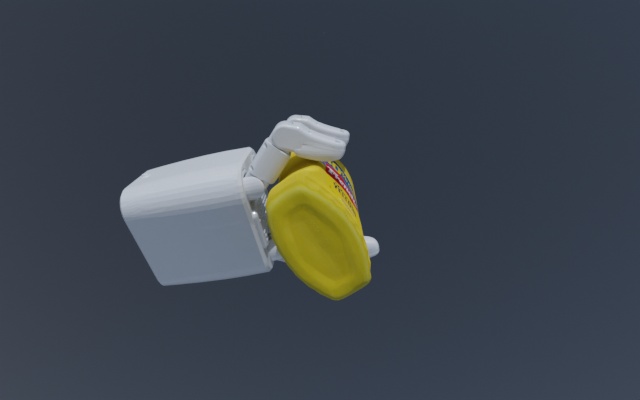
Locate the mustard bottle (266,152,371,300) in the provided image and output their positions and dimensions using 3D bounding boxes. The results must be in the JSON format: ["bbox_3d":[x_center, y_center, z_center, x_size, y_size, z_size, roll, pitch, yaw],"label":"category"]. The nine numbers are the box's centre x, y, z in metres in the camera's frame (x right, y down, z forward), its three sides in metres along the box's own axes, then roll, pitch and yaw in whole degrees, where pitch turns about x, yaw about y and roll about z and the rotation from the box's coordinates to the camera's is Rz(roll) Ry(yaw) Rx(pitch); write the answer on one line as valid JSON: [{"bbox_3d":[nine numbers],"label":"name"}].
[{"bbox_3d":[0.000,0.001,0.423,0.058,0.096,0.191,-34,16,11],"label":"mustard bottle"}]
